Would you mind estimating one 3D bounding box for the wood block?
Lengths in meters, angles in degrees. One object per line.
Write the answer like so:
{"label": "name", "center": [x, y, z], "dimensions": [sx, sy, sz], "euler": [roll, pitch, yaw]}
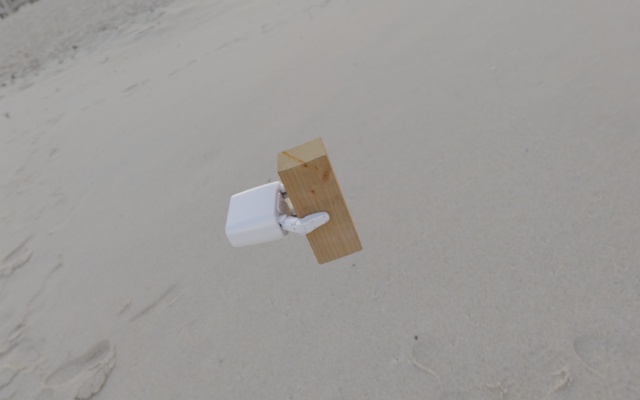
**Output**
{"label": "wood block", "center": [0.000, 0.003, 0.885], "dimensions": [0.090, 0.206, 0.090], "euler": [-20, 28, 5]}
